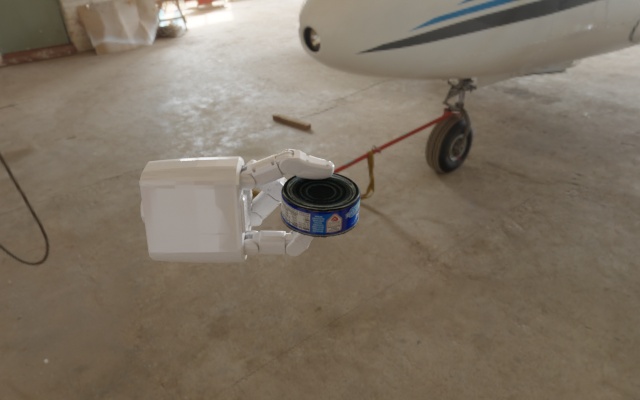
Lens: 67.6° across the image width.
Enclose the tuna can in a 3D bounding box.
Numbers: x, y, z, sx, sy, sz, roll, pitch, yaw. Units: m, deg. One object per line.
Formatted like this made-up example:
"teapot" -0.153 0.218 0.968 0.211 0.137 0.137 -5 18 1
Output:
"tuna can" 0.000 0.001 0.513 0.086 0.034 0.086 2 31 -1
